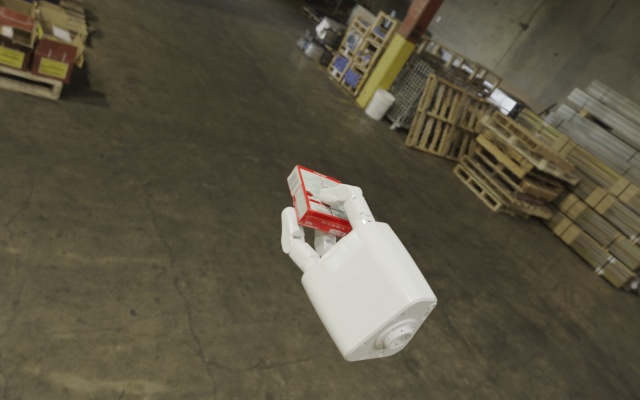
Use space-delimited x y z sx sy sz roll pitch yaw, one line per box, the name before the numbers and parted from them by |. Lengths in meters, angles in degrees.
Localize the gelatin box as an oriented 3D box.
gelatin box | 0.000 0.001 0.616 0.073 0.089 0.030 19 -55 -31
